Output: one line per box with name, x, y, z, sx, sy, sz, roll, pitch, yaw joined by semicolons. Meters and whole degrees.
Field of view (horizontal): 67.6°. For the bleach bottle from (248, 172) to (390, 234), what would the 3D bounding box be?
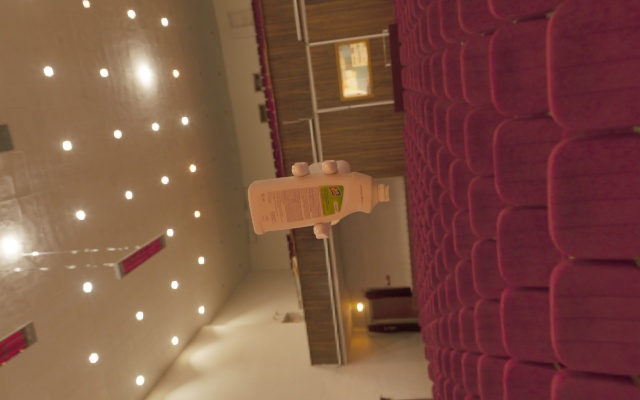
bleach bottle;0.000;0.003;0.870;0.251;0.102;0.068;-4;19;11
